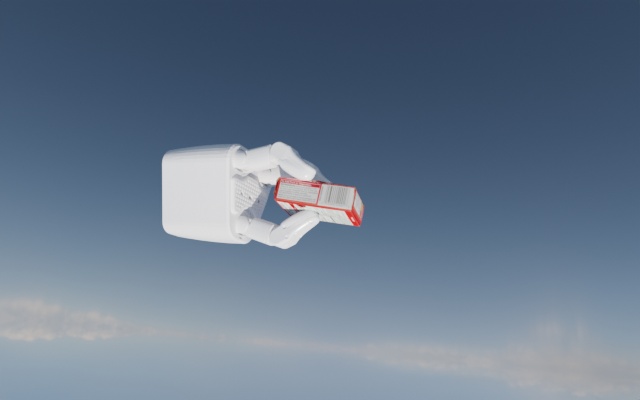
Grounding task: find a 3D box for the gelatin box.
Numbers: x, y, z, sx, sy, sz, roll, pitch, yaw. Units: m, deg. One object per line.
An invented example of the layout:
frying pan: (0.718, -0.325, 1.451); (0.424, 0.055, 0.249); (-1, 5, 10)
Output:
gelatin box: (0.000, 0.002, 0.537); (0.089, 0.030, 0.073); (8, -14, 15)
